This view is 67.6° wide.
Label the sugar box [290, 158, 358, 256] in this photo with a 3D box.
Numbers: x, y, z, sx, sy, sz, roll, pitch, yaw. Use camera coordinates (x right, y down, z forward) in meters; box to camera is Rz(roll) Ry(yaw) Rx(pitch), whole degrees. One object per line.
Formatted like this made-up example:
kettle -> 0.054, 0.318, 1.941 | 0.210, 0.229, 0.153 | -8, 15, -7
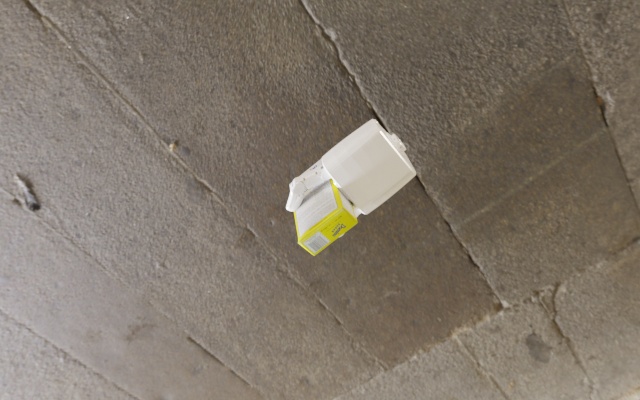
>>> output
sugar box -> 0.001, 0.003, 0.799 | 0.093, 0.048, 0.176 | -38, 28, 16
